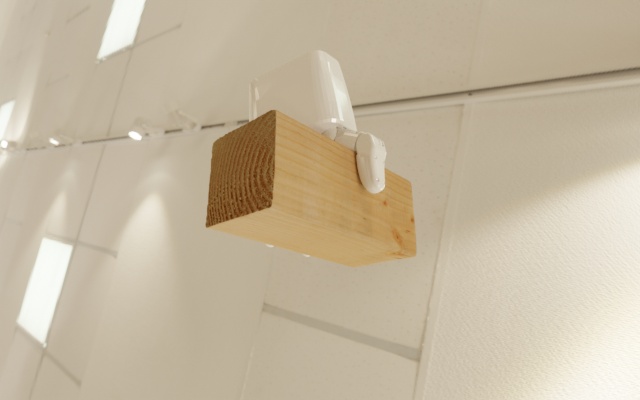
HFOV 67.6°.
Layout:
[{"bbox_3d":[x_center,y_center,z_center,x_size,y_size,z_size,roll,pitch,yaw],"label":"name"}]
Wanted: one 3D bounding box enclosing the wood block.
[{"bbox_3d":[0.000,0.001,0.478,0.091,0.090,0.206,-18,-27,40],"label":"wood block"}]
